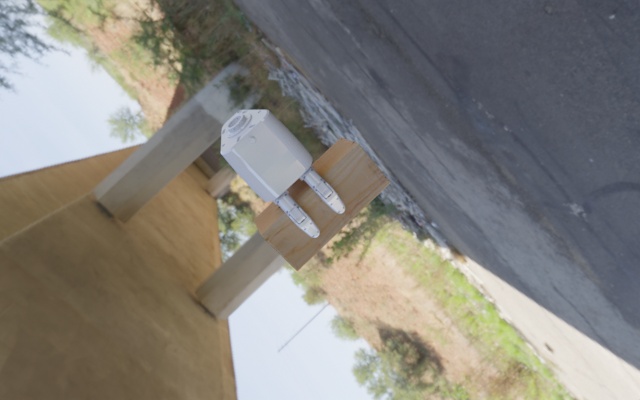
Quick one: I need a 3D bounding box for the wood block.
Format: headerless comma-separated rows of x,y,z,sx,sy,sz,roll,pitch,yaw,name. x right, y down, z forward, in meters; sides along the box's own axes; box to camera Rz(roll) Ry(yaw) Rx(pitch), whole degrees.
0.000,0.002,0.785,0.206,0.090,0.090,-43,21,-2,wood block
